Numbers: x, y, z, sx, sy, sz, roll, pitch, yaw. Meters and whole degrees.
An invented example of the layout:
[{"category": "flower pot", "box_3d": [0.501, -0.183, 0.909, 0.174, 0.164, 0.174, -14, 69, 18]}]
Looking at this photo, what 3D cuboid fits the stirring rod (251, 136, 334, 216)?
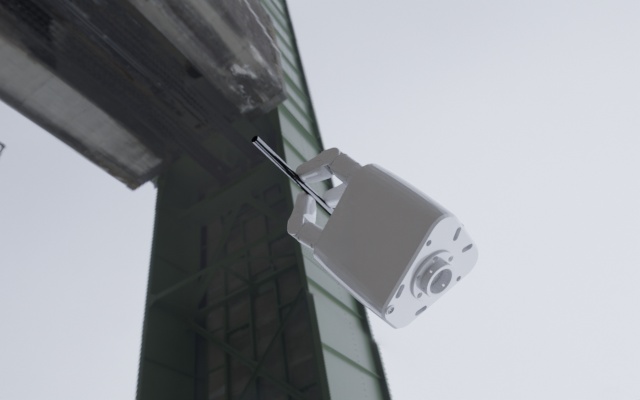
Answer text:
[{"category": "stirring rod", "box_3d": [0.000, 0.002, 0.545, 0.011, 0.011, 0.240, 0, -31, 38]}]
